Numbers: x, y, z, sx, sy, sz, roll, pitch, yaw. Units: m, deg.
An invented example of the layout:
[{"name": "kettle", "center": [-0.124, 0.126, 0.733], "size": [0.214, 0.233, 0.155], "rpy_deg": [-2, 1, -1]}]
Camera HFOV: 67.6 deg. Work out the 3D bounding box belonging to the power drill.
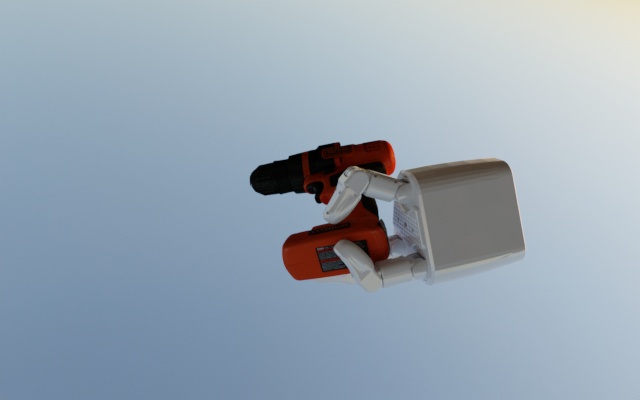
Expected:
[{"name": "power drill", "center": [0.000, 0.002, 0.540], "size": [0.184, 0.057, 0.187], "rpy_deg": [-11, 38, 9]}]
